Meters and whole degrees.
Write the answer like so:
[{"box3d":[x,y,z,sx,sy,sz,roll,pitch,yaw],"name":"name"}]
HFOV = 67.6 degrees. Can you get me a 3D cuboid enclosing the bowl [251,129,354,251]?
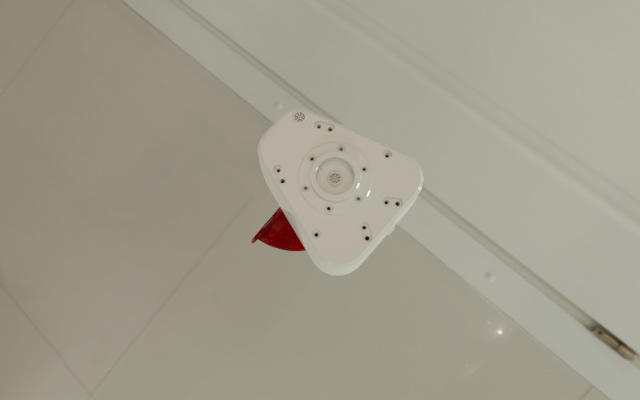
[{"box3d":[0.001,0.002,0.511,0.055,0.162,0.162,42,-2,-2],"name":"bowl"}]
